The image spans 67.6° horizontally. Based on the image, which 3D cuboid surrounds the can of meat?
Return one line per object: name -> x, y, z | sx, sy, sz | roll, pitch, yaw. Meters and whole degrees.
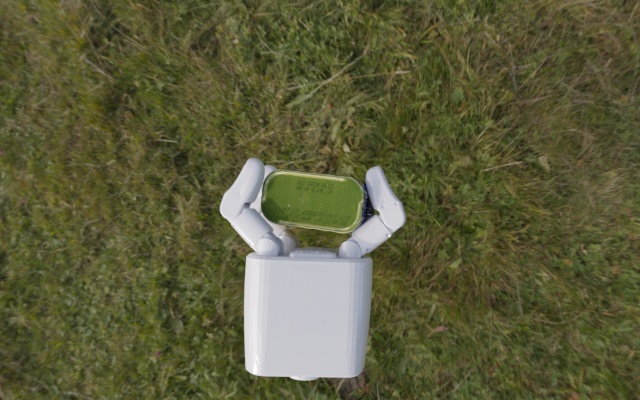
can of meat -> 0.000, 0.001, 0.469 | 0.102, 0.057, 0.084 | 7, 0, 13
